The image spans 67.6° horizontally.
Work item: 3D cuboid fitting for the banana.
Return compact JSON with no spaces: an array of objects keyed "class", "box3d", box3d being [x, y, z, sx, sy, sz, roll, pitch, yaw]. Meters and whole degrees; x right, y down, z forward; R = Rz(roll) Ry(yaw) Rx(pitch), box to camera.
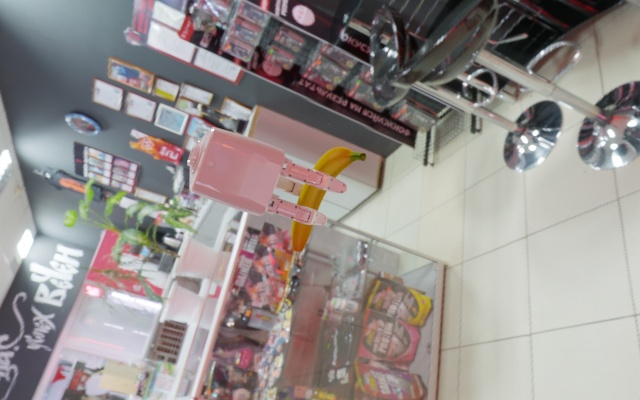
[{"class":"banana","box3d":[-0.003,-0.011,0.736,0.037,0.198,0.069,17,29,-29]}]
